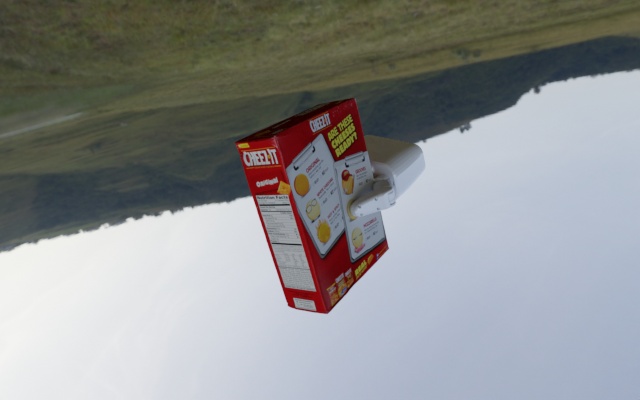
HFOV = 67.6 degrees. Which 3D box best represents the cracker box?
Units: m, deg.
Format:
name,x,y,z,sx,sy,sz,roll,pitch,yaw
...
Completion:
name,x,y,z,sx,sy,sz,roll,pitch,yaw
cracker box,0.000,0.002,0.584,0.072,0.214,0.164,-2,22,37
